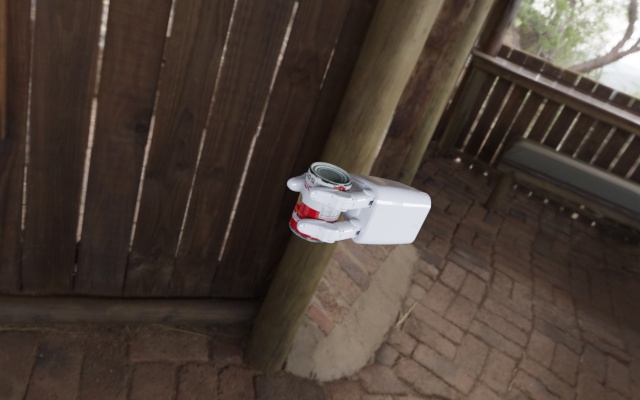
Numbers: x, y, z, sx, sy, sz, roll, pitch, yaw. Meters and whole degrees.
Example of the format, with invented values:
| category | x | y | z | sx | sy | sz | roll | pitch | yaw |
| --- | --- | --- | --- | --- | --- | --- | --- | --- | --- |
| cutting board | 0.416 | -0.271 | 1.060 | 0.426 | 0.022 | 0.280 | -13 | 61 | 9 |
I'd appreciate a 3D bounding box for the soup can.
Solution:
| category | x | y | z | sx | sy | sz | roll | pitch | yaw |
| --- | --- | --- | --- | --- | --- | --- | --- | --- | --- |
| soup can | 0.000 | 0.002 | 0.717 | 0.068 | 0.102 | 0.068 | 17 | 26 | -9 |
